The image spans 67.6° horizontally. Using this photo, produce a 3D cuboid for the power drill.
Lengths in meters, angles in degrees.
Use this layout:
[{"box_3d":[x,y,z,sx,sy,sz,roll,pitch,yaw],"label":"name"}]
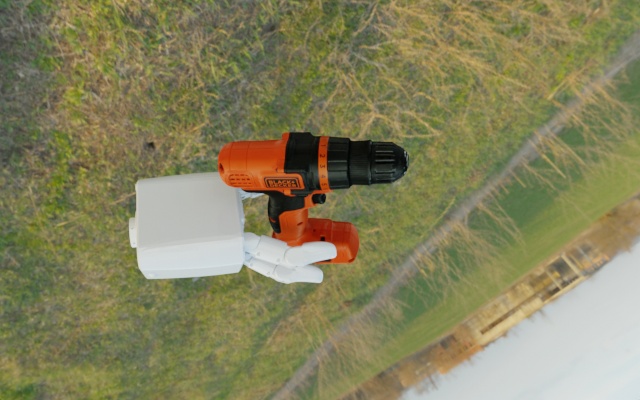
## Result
[{"box_3d":[0.000,0.002,0.518,0.184,0.057,0.188,2,-36,9],"label":"power drill"}]
